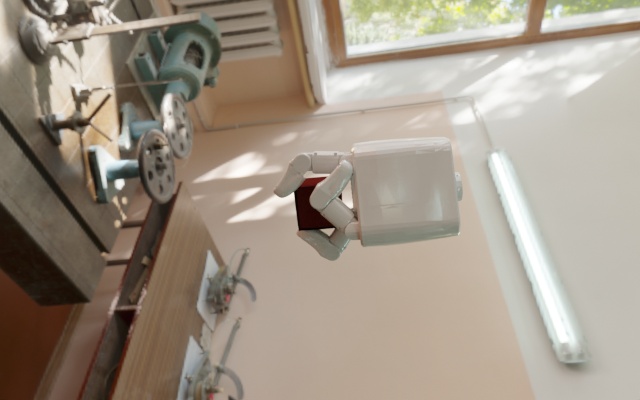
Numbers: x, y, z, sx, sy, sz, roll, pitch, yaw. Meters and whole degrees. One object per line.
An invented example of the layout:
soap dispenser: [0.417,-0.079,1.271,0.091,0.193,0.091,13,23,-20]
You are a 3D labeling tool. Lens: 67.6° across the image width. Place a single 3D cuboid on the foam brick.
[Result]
foam brick: [0.000,0.002,0.579,0.051,0.053,0.078,-6,11,6]
